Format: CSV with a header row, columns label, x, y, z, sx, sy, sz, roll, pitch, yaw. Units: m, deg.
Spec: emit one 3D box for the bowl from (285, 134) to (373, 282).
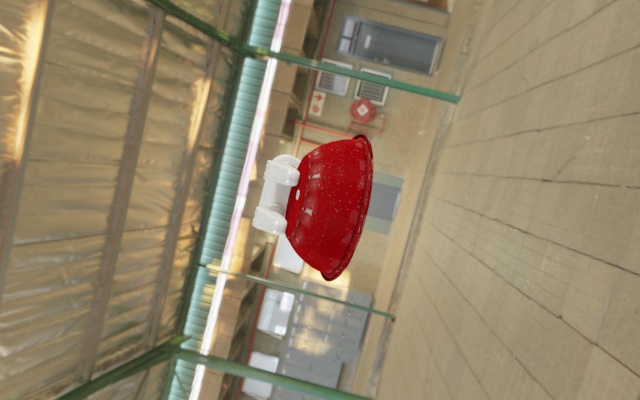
label,x,y,z,sx,sy,sz,roll,pitch,yaw
bowl,0.000,0.001,0.506,0.055,0.162,0.162,14,-3,-14
